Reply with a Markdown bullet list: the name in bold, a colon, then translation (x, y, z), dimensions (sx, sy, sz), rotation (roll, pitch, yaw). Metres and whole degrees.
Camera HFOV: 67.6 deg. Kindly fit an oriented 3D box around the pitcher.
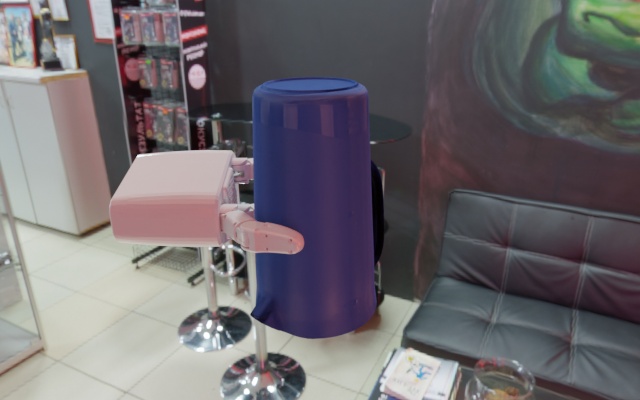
- **pitcher**: translation (0.000, 0.002, 0.491), dimensions (0.145, 0.243, 0.149), rotation (0, 22, 3)
